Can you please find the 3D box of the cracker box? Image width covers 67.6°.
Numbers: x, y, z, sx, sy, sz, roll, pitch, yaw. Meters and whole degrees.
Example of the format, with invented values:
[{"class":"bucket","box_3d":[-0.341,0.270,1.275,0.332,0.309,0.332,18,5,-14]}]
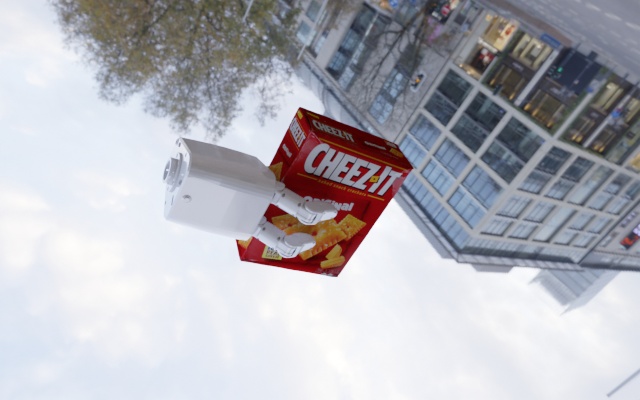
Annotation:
[{"class":"cracker box","box_3d":[0.000,0.002,0.655,0.164,0.214,0.072,16,30,-29]}]
